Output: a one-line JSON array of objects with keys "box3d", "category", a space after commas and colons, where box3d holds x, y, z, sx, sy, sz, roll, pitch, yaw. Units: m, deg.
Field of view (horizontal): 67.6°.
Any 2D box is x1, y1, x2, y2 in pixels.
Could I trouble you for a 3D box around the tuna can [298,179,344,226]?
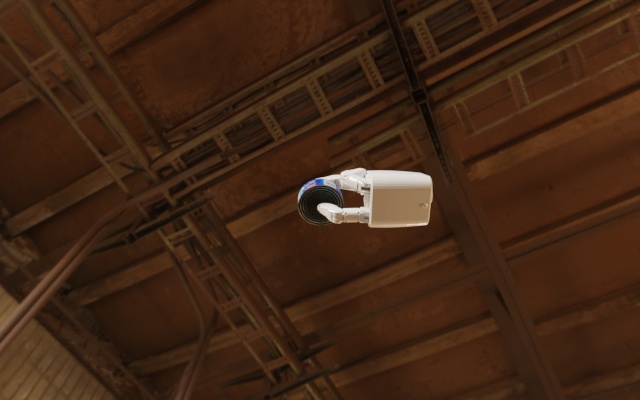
[{"box3d": [0.000, 0.003, 0.896, 0.086, 0.086, 0.033, 0, 28, -3], "category": "tuna can"}]
